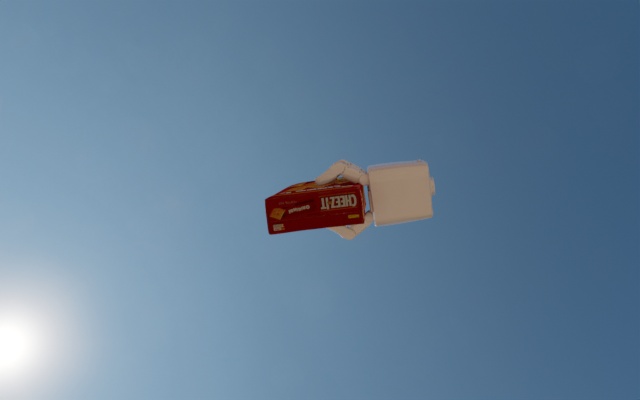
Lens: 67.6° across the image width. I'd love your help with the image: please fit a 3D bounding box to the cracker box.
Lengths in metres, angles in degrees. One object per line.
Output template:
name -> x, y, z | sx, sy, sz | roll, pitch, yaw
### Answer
cracker box -> 0.000, 0.003, 0.893 | 0.164, 0.072, 0.213 | -8, 6, 7
